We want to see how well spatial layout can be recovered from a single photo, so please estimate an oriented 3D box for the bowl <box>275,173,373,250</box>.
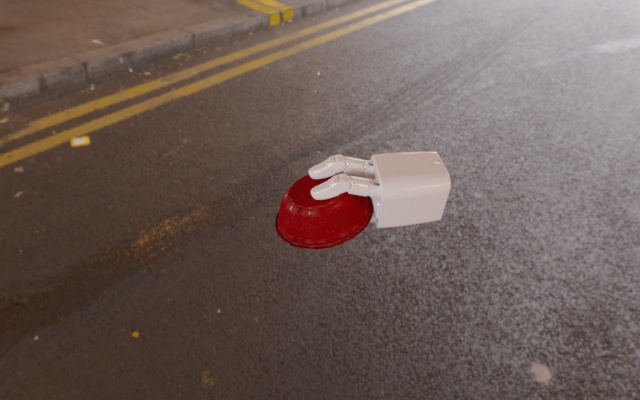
[{"bbox_3d":[-0.001,0.003,0.753,0.162,0.055,0.162,-9,37,7],"label":"bowl"}]
